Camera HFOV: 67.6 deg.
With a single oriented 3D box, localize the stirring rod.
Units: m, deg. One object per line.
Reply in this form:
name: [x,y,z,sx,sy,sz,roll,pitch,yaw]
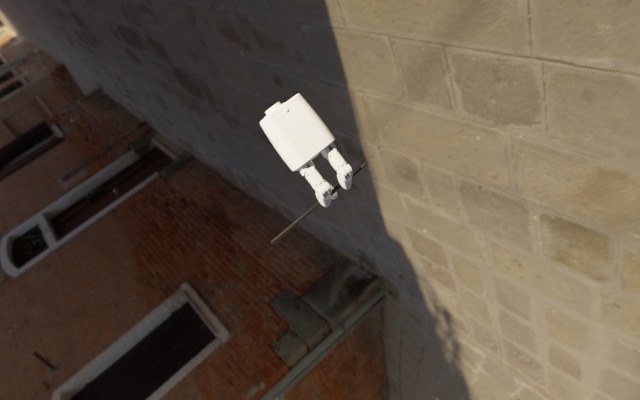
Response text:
stirring rod: [0.000,0.003,0.890,0.239,0.011,0.011,-40,14,-18]
